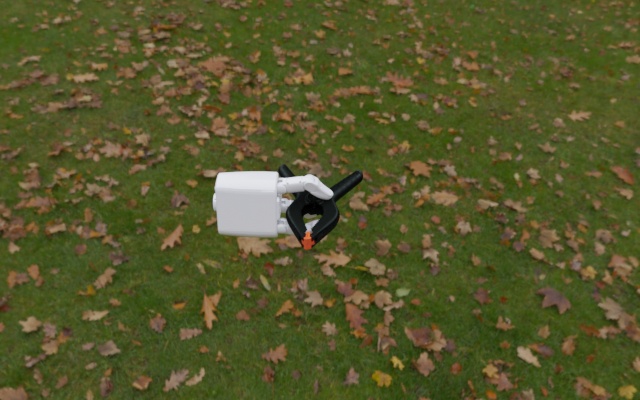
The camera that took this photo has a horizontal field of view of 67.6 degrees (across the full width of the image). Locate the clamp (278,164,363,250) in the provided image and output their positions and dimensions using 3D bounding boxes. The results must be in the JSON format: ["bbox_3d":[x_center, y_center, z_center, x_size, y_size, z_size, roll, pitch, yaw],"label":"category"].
[{"bbox_3d":[0.000,0.003,0.863,0.164,0.036,0.209,-1,42,0],"label":"clamp"}]
